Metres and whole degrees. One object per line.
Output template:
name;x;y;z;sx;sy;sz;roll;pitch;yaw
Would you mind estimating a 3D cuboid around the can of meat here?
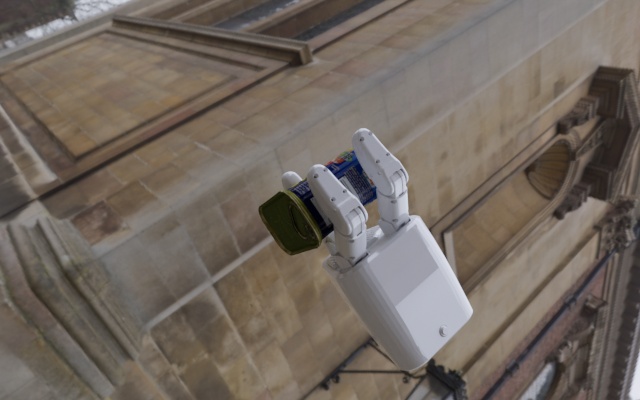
can of meat;0.000;0.001;0.443;0.084;0.057;0.102;-35;2;-24
